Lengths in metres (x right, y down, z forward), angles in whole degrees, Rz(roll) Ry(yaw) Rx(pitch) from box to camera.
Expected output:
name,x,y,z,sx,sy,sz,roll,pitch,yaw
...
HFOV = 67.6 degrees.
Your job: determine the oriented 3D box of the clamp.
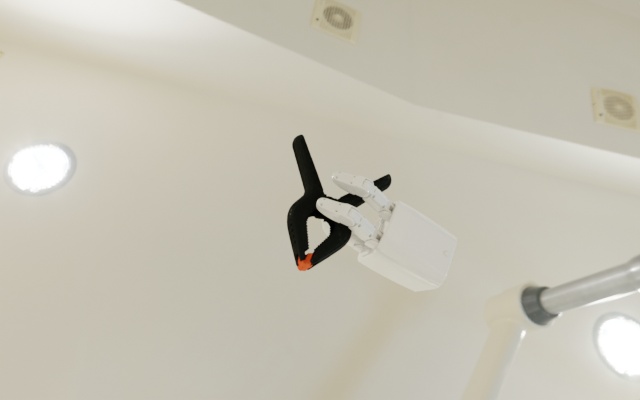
name,x,y,z,sx,sy,sz,roll,pitch,yaw
clamp,0.000,0.003,0.692,0.164,0.210,0.036,29,-33,0
